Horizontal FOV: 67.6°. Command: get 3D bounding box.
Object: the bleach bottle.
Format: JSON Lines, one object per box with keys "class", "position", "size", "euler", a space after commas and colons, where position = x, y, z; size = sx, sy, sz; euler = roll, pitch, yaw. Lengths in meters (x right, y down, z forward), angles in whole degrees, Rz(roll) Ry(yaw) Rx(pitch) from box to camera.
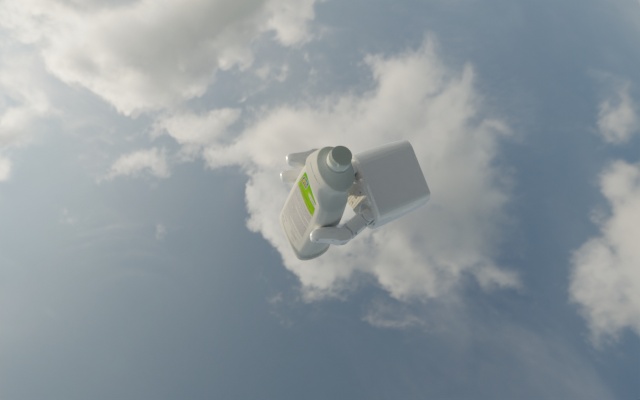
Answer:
{"class": "bleach bottle", "position": [0.000, 0.002, 0.708], "size": [0.068, 0.102, 0.251], "euler": [-20, -18, -23]}
